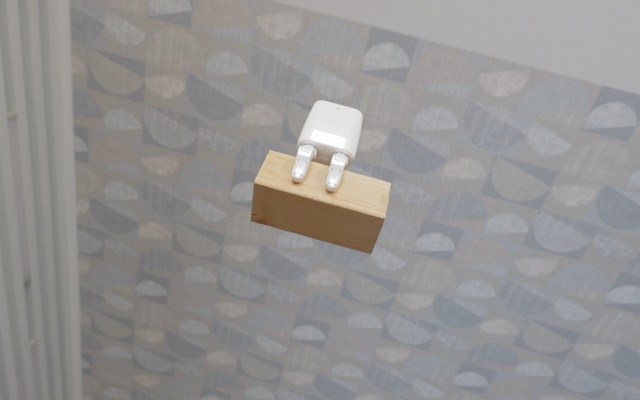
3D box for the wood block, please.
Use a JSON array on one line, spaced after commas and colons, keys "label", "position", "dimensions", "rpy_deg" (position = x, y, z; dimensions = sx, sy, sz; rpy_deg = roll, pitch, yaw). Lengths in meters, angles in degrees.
[{"label": "wood block", "position": [0.000, 0.002, 0.780], "dimensions": [0.206, 0.091, 0.090], "rpy_deg": [15, 43, 2]}]
